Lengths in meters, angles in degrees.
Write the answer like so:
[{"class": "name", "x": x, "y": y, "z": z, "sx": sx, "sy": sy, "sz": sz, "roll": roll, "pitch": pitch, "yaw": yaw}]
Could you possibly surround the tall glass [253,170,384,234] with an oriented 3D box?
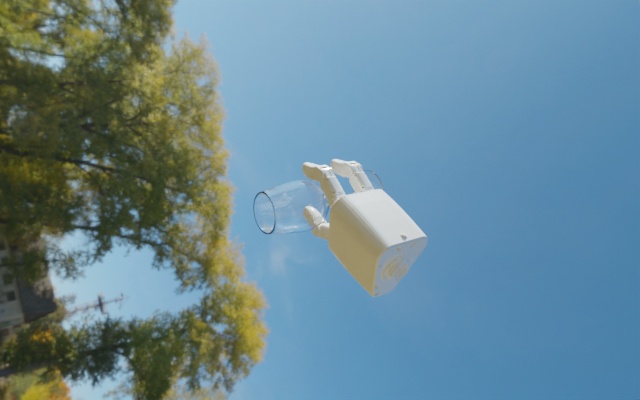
[{"class": "tall glass", "x": 0.001, "y": 0.002, "z": 0.730, "sx": 0.201, "sy": 0.079, "sz": 0.079, "roll": -11, "pitch": 6, "yaw": -35}]
